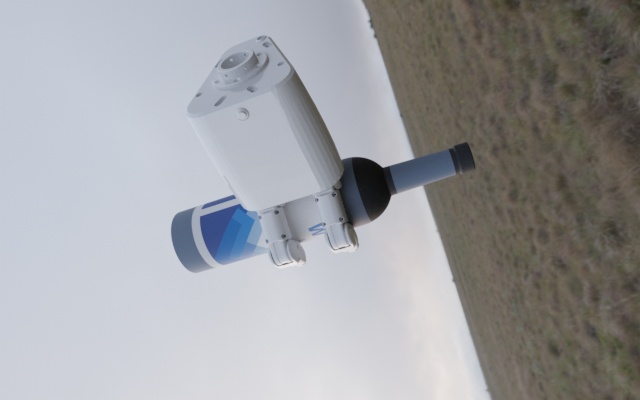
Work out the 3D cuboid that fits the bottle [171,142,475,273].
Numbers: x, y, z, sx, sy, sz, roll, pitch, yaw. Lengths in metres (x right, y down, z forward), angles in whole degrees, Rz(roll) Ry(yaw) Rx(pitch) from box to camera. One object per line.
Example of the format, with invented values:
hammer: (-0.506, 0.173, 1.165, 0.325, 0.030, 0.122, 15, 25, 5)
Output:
bottle: (0.000, 0.002, 0.467, 0.296, 0.069, 0.069, -17, -4, 12)
